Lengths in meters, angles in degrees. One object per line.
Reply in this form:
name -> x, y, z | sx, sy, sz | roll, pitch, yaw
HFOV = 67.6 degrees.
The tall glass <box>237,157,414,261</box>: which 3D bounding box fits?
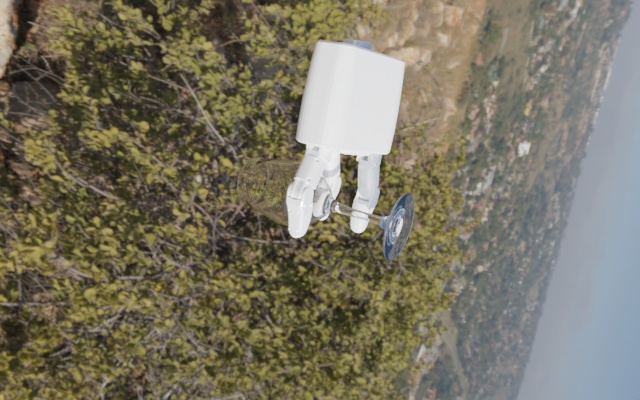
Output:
tall glass -> 0.001, 0.002, 0.549 | 0.201, 0.079, 0.079 | 17, 8, 28
